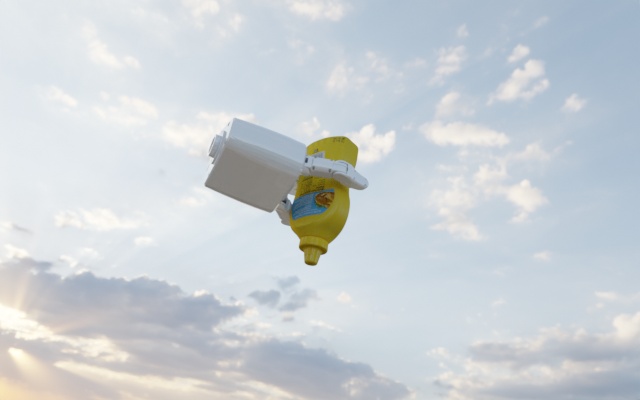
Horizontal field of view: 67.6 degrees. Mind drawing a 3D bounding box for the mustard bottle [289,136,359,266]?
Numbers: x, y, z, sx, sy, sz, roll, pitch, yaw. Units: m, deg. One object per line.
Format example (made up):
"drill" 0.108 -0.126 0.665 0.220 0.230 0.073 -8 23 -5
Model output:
"mustard bottle" 0.000 0.002 0.691 0.096 0.191 0.058 -14 -36 37
